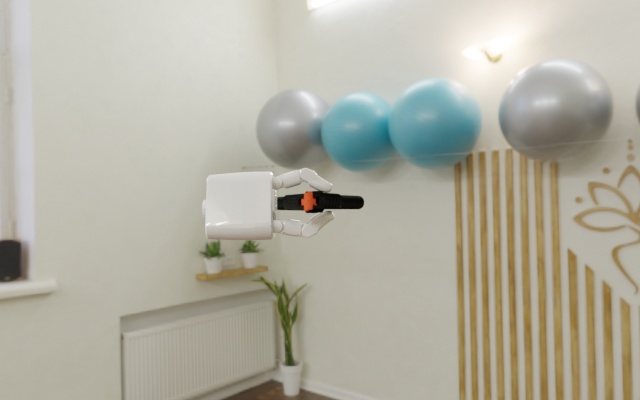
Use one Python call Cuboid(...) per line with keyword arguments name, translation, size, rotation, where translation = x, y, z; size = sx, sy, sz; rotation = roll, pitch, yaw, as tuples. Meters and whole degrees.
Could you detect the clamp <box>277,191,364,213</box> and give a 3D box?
Cuboid(name="clamp", translation=(0.000, 0.002, 0.787), size=(0.164, 0.036, 0.210), rotation=(-2, -1, -2))
